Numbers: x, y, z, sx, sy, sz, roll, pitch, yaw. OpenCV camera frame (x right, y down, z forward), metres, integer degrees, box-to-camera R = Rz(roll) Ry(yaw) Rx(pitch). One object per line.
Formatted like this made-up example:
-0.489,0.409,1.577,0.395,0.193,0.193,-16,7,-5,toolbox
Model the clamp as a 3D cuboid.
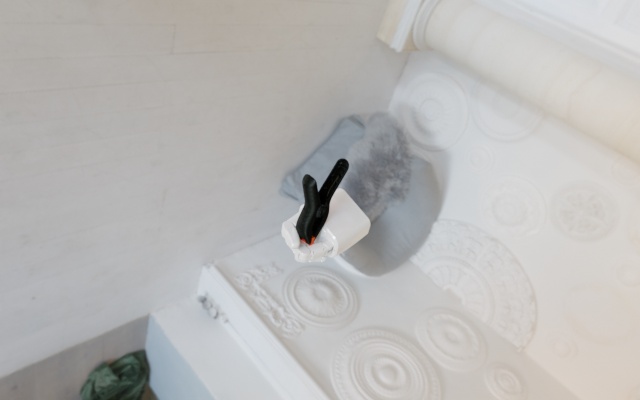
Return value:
0.000,0.003,0.855,0.039,0.172,0.120,39,46,26,clamp
